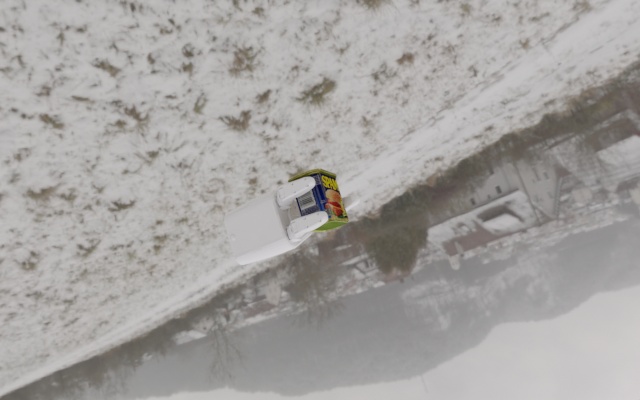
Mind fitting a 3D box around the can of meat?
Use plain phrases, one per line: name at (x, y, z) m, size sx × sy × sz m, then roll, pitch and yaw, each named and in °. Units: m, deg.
can of meat at (0.000, 0.003, 0.752) m, size 0.057 × 0.084 × 0.102 m, roll -21°, pitch -12°, yaw 19°
